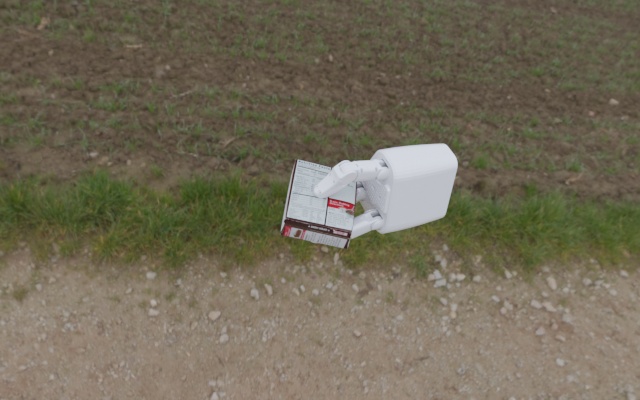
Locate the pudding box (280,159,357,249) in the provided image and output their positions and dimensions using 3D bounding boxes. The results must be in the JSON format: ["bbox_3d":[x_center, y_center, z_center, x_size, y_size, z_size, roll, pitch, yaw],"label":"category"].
[{"bbox_3d":[0.000,0.002,0.630,0.090,0.113,0.039,12,-44,-4],"label":"pudding box"}]
